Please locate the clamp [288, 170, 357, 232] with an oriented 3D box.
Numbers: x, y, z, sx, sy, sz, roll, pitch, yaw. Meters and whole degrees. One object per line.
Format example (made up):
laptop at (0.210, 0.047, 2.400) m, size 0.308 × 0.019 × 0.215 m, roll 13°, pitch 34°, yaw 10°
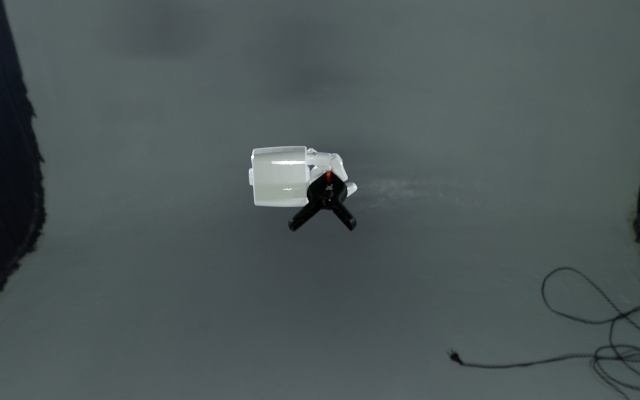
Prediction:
clamp at (0.000, 0.002, 0.890) m, size 0.120 × 0.039 × 0.171 m, roll -1°, pitch 34°, yaw -2°
